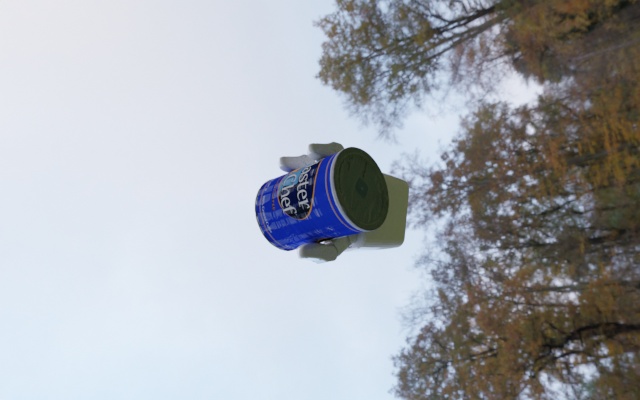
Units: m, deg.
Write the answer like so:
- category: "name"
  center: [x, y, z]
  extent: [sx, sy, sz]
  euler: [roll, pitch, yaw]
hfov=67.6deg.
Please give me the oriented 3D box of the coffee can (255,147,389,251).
- category: "coffee can"
  center: [0.000, 0.002, 0.606]
  extent: [0.140, 0.103, 0.103]
  euler: [-18, -12, 40]
